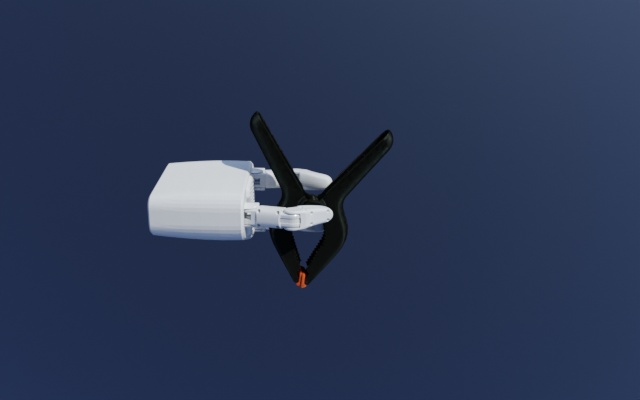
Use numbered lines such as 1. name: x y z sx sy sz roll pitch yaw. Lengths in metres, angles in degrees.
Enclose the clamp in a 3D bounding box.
1. clamp: 0.000 0.003 0.567 0.164 0.210 0.036 1 14 0
